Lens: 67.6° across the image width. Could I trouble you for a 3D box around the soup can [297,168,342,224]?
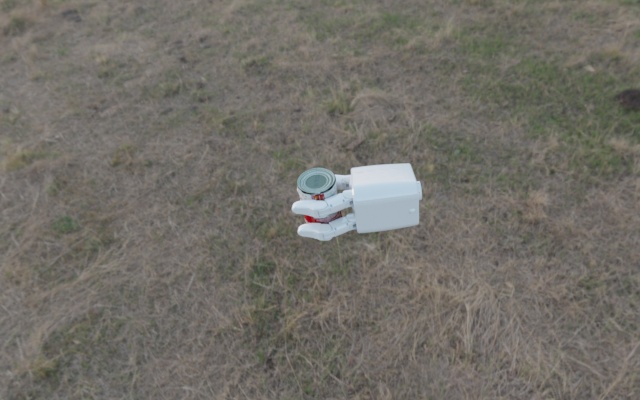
[{"bbox_3d":[0.000,0.002,0.828,0.068,0.102,0.068,-6,43,6],"label":"soup can"}]
